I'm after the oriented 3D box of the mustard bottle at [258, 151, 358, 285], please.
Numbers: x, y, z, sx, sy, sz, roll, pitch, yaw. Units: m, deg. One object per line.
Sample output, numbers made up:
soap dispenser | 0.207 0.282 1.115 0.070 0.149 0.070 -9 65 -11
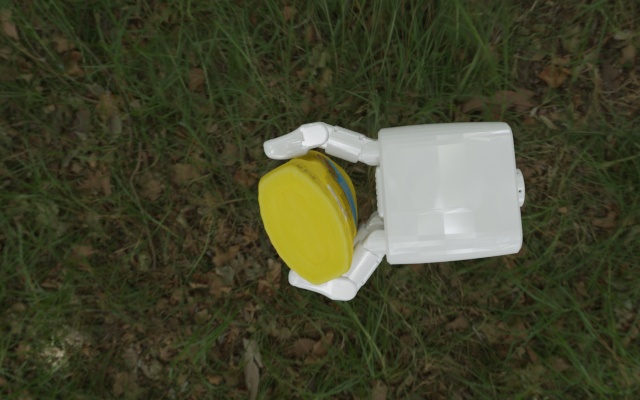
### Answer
mustard bottle | 0.000 0.002 0.445 0.058 0.096 0.191 -28 6 12
